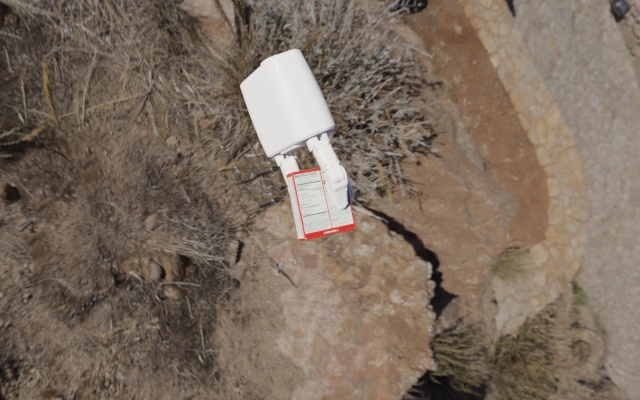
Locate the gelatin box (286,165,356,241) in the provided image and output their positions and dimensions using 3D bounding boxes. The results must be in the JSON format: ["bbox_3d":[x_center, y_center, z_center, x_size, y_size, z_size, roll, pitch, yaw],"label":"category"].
[{"bbox_3d":[0.000,0.002,0.621,0.073,0.089,0.030,-11,-2,-23],"label":"gelatin box"}]
